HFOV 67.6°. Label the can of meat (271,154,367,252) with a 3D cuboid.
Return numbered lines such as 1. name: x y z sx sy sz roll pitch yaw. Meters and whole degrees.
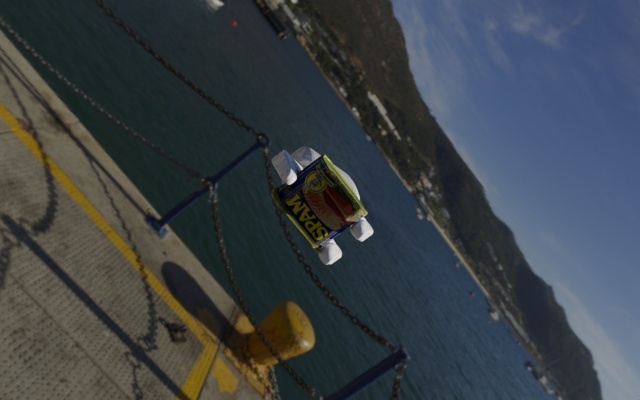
1. can of meat: 0.000 0.002 0.629 0.084 0.102 0.057 -36 13 9
